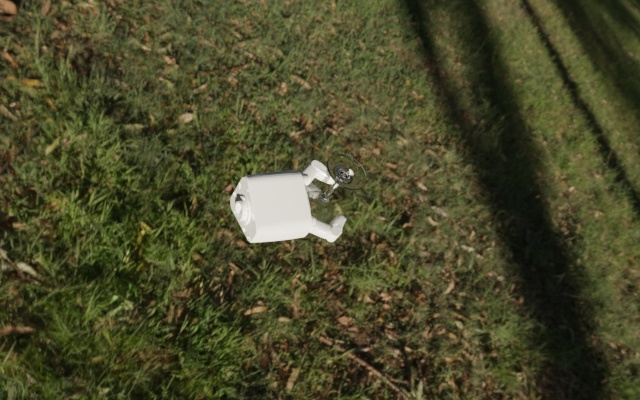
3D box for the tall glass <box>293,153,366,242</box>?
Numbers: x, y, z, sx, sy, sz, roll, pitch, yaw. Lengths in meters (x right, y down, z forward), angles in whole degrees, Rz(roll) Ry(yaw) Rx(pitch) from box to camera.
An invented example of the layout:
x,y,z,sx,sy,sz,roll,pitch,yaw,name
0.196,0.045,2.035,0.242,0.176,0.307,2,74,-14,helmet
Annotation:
x,y,z,sx,sy,sz,roll,pitch,yaw,name
0.001,0.003,0.867,0.079,0.079,0.201,0,-31,-31,tall glass
